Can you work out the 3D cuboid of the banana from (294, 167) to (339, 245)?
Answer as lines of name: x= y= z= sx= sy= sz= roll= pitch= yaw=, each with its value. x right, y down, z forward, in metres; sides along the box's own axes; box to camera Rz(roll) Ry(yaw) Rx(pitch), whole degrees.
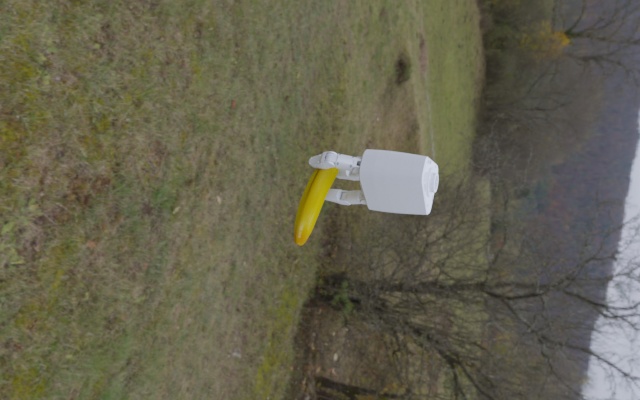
banana: x=-0.002 y=-0.013 z=0.826 sx=0.037 sy=0.070 sz=0.197 roll=9 pitch=47 yaw=22
